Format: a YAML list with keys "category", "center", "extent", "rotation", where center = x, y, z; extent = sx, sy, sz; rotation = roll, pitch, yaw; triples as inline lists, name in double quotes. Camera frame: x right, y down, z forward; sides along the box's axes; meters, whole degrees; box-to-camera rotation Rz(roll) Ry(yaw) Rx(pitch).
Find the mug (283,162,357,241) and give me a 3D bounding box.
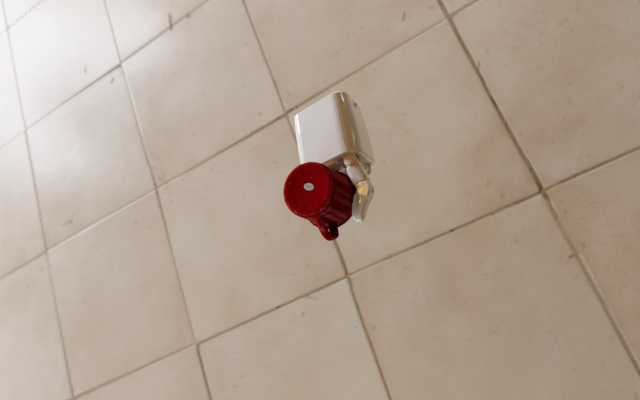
- category: "mug"
  center: [0.000, 0.004, 0.697]
  extent: [0.093, 0.117, 0.081]
  rotation: [-18, -18, 20]
